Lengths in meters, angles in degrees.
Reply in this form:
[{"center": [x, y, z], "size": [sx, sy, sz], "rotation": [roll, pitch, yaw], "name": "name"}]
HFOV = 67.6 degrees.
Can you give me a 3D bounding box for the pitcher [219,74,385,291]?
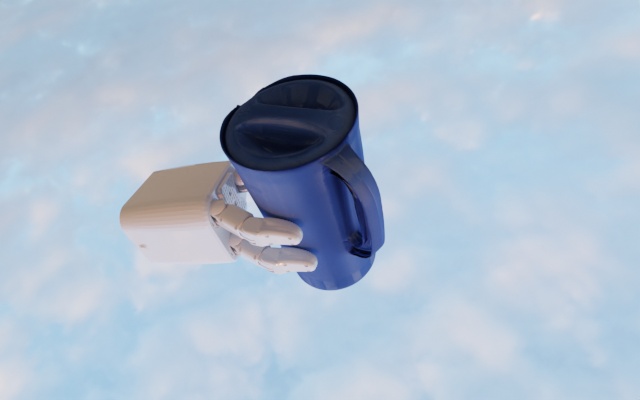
[{"center": [0.000, 0.002, 0.519], "size": [0.145, 0.149, 0.243], "rotation": [-6, -41, 12], "name": "pitcher"}]
